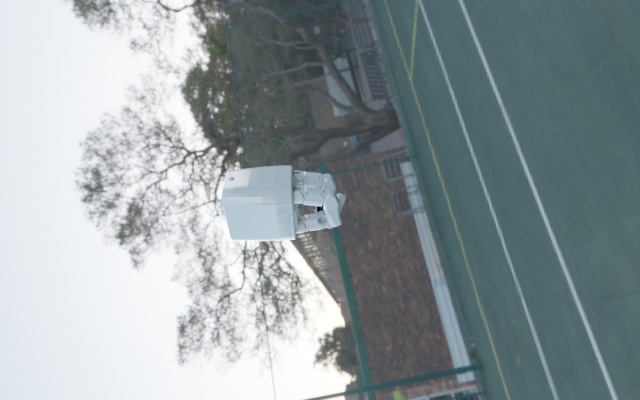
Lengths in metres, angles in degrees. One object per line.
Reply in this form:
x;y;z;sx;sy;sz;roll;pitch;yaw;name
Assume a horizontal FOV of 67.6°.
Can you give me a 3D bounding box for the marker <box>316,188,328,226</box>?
0.000;0.003;0.790;0.020;0.020;0.121;0;28;-3;marker
